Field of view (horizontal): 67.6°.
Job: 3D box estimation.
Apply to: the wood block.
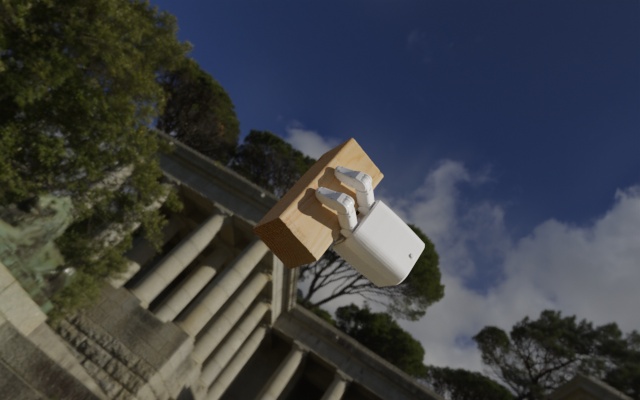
[{"bbox_3d":[0.000,0.003,0.773,0.091,0.090,0.206,-26,19,53],"label":"wood block"}]
